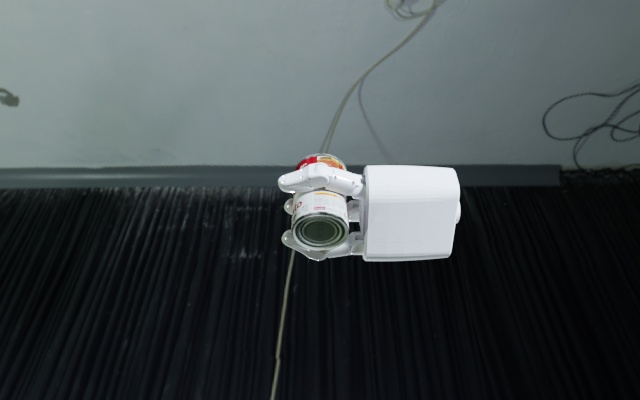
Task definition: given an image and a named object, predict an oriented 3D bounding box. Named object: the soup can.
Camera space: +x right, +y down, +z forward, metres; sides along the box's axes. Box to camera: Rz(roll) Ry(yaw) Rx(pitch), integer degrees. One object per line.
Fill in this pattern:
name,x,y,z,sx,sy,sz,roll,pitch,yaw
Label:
soup can,0.000,0.002,0.578,0.068,0.102,0.069,0,-44,0
